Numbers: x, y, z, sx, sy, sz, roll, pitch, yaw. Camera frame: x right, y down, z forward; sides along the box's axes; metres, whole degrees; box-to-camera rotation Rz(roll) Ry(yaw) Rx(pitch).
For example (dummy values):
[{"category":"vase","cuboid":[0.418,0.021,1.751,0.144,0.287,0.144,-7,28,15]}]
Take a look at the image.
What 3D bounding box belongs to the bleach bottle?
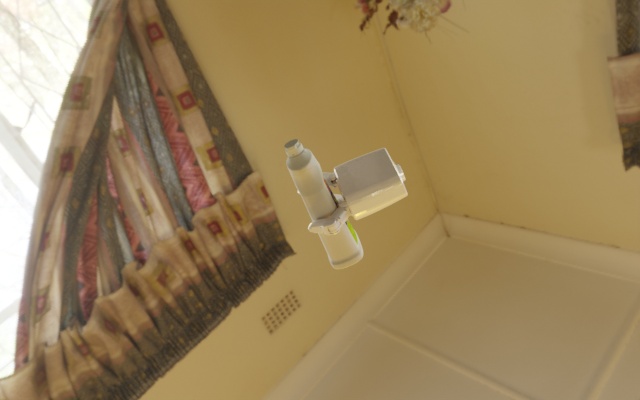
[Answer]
[{"category":"bleach bottle","cuboid":[0.000,0.003,0.880,0.068,0.251,0.102,-24,29,6]}]
